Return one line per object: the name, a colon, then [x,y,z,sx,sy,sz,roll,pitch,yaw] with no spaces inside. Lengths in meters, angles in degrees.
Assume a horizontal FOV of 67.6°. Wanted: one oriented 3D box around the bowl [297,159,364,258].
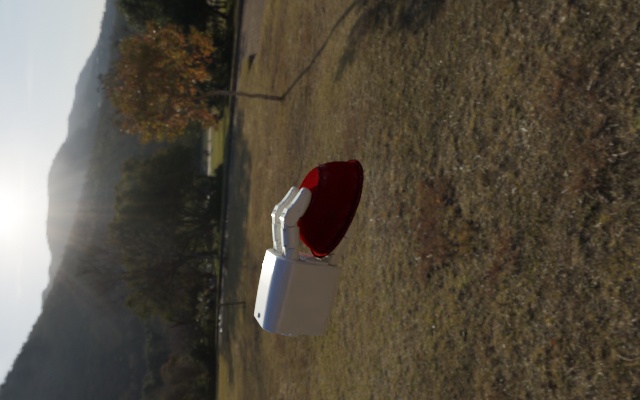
bowl: [0.000,0.001,0.721,0.055,0.162,0.162,23,-8,-18]
